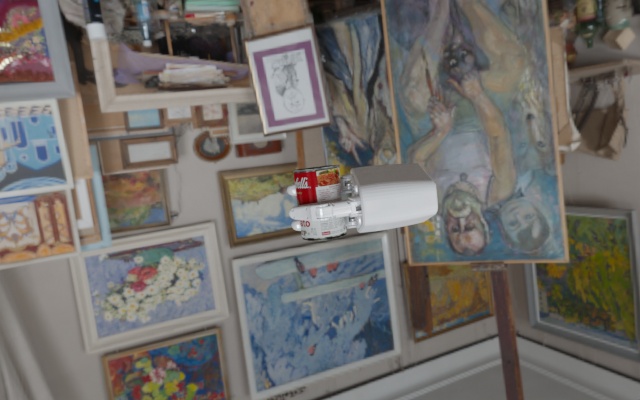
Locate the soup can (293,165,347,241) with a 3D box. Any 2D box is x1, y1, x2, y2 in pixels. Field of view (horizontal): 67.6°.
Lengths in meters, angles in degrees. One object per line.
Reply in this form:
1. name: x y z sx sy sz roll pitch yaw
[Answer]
1. soup can: 0.000 0.003 0.695 0.068 0.102 0.068 -7 6 1
